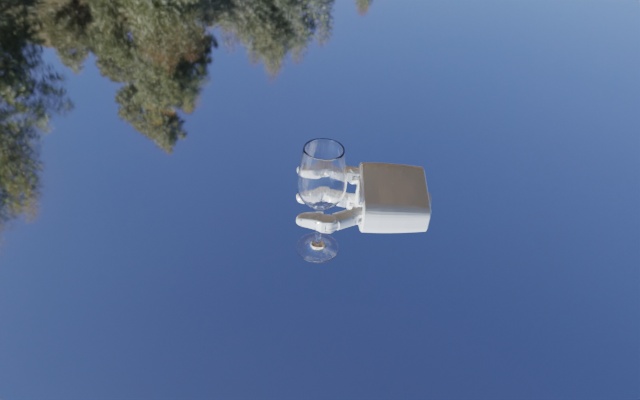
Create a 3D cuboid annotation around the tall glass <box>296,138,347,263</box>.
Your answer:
[{"bbox_3d":[0.000,0.003,0.762,0.079,0.201,0.079,2,38,-2],"label":"tall glass"}]
